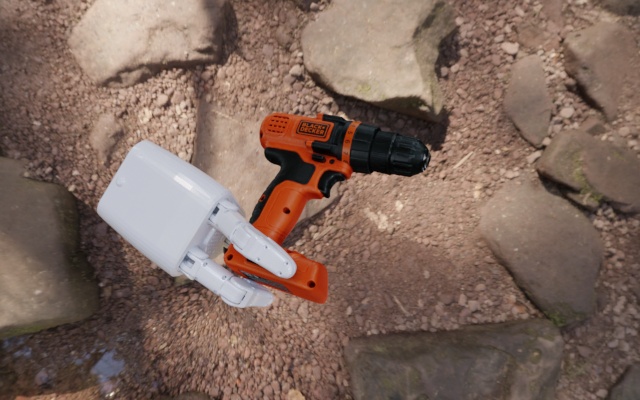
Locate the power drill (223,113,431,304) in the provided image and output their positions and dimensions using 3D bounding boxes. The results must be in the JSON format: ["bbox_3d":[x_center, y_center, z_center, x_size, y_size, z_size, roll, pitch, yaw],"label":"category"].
[{"bbox_3d":[0.000,0.002,0.475,0.184,0.187,0.057,12,-23,22],"label":"power drill"}]
